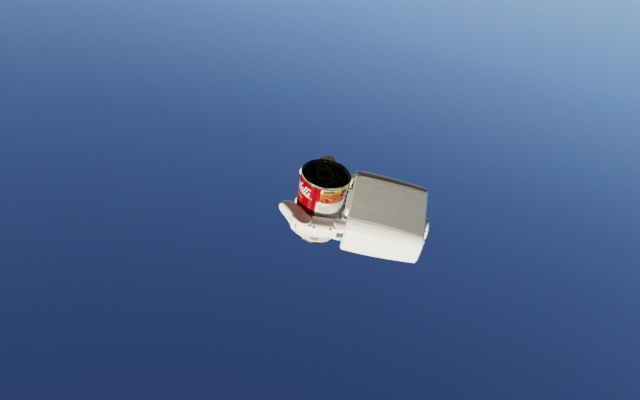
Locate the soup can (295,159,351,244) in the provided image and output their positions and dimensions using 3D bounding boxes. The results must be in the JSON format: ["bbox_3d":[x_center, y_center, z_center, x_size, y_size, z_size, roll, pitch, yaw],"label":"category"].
[{"bbox_3d":[0.000,0.002,0.672,0.068,0.102,0.068,7,39,-6],"label":"soup can"}]
